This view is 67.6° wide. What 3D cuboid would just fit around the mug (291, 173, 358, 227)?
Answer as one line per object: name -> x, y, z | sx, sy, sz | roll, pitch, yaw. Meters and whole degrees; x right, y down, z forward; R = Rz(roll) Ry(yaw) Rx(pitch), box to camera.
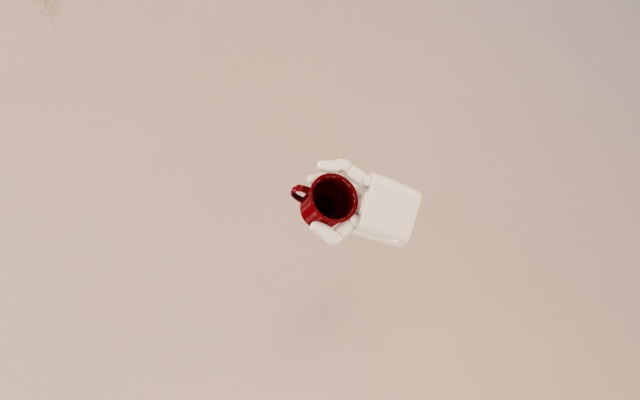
mug -> -0.001, 0.003, 0.877 | 0.117, 0.093, 0.081 | 20, -24, -14
